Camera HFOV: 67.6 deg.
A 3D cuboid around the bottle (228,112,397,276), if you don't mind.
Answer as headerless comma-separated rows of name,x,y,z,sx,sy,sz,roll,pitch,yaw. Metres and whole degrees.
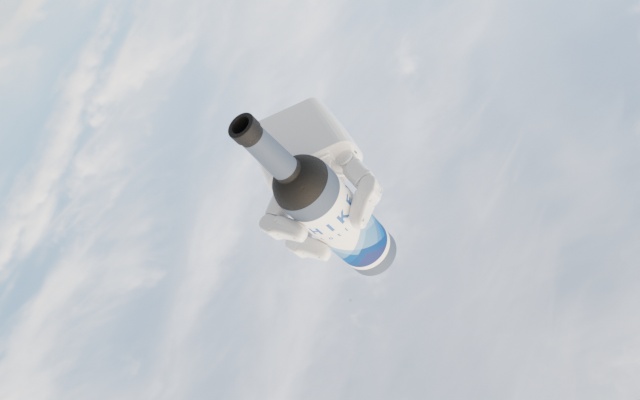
bottle,0.000,0.002,0.527,0.069,0.069,0.296,0,-27,33
